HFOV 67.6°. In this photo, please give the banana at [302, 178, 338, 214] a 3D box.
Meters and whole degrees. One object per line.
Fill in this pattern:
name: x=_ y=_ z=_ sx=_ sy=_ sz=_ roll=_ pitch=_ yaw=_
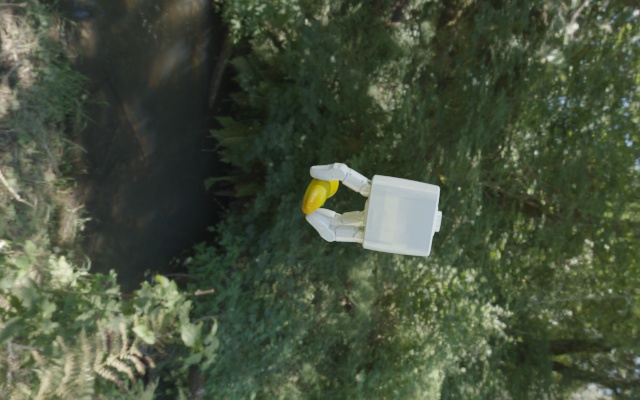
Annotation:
banana: x=0.005 y=-0.016 z=0.814 sx=0.037 sy=0.069 sz=0.198 roll=14 pitch=4 yaw=8
